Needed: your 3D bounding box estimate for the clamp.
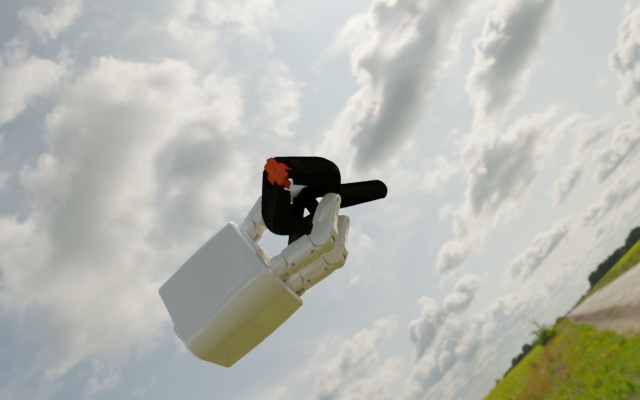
[{"bbox_3d":[-0.001,0.001,0.516,0.036,0.164,0.210,45,-8,28],"label":"clamp"}]
